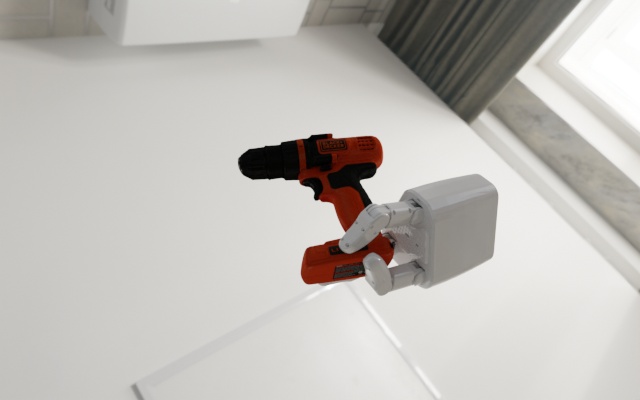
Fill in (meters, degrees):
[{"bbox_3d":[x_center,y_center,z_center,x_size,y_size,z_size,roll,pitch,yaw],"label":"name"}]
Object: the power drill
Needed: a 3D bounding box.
[{"bbox_3d":[0.000,0.002,0.568,0.184,0.187,0.057,-7,-31,-7],"label":"power drill"}]
